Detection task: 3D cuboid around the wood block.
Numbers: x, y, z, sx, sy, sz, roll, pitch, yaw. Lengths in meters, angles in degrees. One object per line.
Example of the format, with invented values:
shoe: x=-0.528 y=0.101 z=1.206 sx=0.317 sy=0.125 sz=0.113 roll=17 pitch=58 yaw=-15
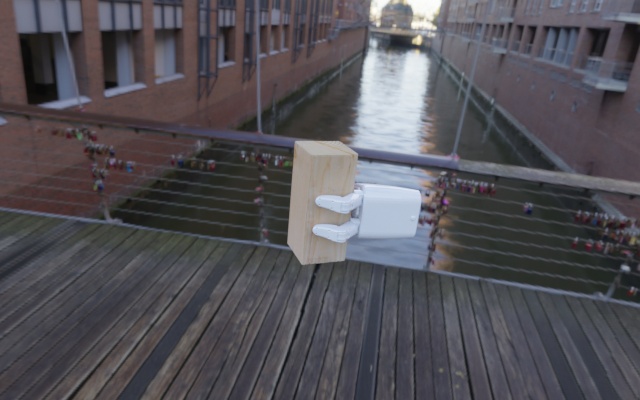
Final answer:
wood block: x=0.000 y=0.003 z=0.873 sx=0.090 sy=0.206 sz=0.090 roll=-3 pitch=23 yaw=-21
